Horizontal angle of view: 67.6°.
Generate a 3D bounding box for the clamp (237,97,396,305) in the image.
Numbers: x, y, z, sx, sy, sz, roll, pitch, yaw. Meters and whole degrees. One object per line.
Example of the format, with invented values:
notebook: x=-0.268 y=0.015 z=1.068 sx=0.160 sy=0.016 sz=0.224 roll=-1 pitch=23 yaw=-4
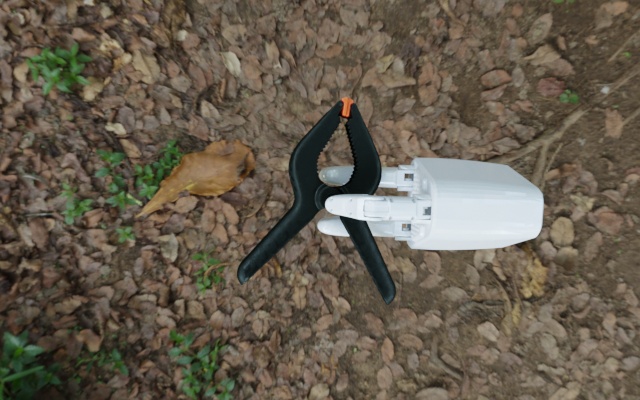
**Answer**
clamp: x=0.000 y=0.001 z=0.485 sx=0.164 sy=0.210 sz=0.036 roll=2 pitch=5 yaw=-5
